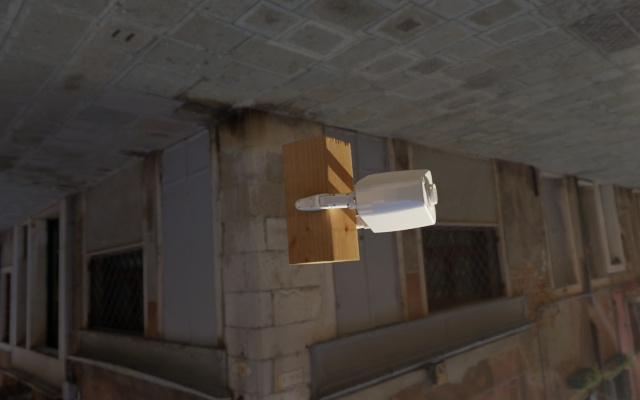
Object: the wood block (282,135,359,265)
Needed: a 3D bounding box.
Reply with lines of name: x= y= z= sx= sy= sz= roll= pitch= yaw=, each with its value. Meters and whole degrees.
wood block: x=0.000 y=0.003 z=0.820 sx=0.090 sy=0.206 sz=0.091 roll=-9 pitch=-10 yaw=34
